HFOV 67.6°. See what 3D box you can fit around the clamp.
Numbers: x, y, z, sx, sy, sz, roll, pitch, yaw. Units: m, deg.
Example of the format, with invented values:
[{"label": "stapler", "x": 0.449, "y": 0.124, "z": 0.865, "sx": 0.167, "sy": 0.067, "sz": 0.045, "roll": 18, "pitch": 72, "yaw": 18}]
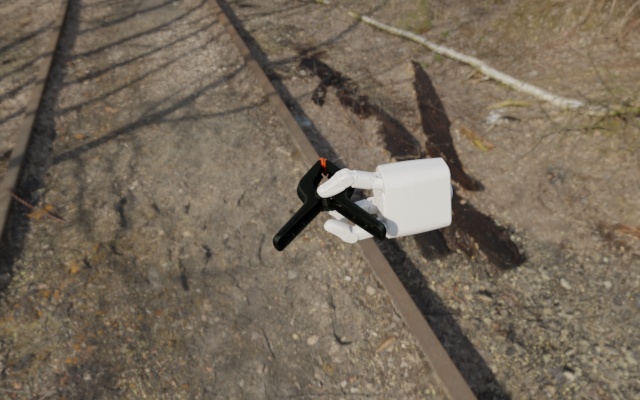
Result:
[{"label": "clamp", "x": 0.000, "y": 0.001, "z": 0.756, "sx": 0.164, "sy": 0.036, "sz": 0.209, "roll": -10, "pitch": 38, "yaw": -4}]
